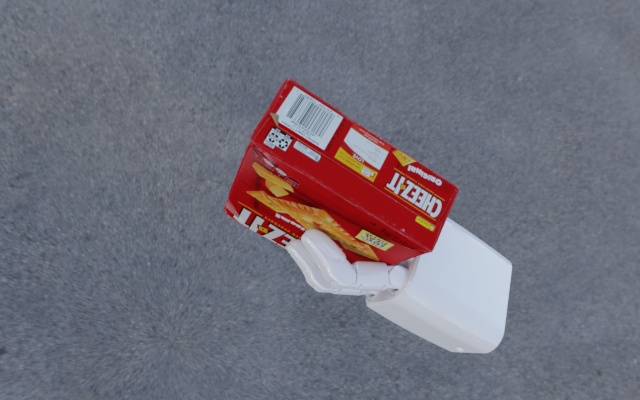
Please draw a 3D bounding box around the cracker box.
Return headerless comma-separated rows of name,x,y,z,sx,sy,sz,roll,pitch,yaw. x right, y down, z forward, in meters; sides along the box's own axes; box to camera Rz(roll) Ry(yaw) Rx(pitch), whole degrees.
cracker box,0.000,0.001,0.457,0.164,0.072,0.214,31,-22,-6
